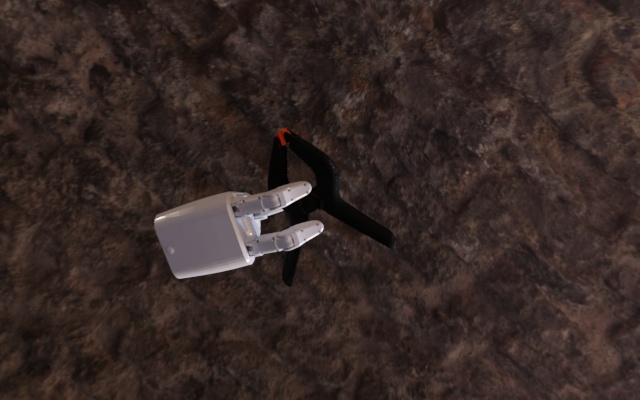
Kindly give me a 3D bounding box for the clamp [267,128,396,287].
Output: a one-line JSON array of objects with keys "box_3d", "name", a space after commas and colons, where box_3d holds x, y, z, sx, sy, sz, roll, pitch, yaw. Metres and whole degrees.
[{"box_3d": [0.000, 0.001, 0.630, 0.164, 0.210, 0.036, -15, 14, 7], "name": "clamp"}]
